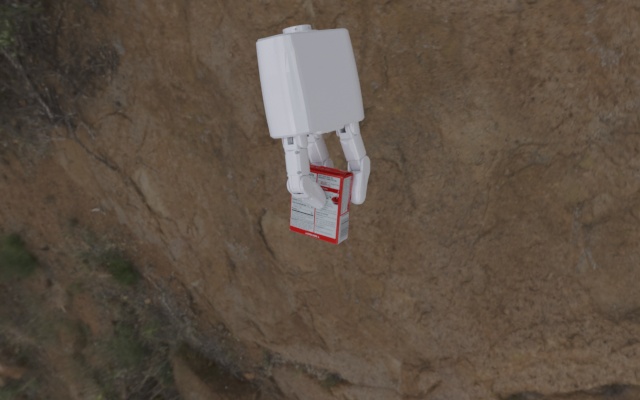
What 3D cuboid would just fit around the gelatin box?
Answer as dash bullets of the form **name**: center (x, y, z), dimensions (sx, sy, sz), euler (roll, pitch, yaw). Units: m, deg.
- **gelatin box**: center (0.000, 0.002, 0.592), dimensions (0.073, 0.089, 0.030), euler (14, 20, 30)
